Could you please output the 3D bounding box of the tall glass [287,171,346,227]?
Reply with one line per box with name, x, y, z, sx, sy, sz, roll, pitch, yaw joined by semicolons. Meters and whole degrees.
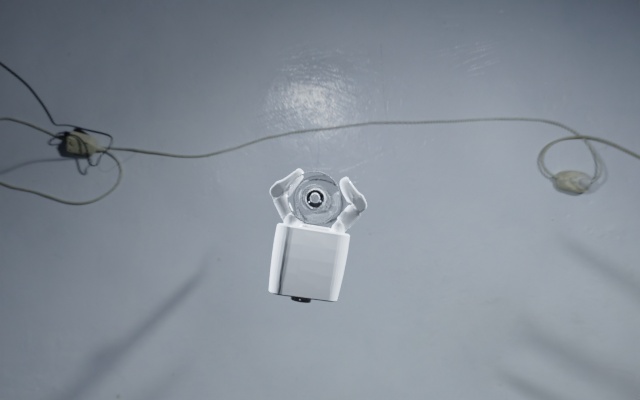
tall glass;0.000;0.002;0.756;0.079;0.079;0.201;0;-3;6
